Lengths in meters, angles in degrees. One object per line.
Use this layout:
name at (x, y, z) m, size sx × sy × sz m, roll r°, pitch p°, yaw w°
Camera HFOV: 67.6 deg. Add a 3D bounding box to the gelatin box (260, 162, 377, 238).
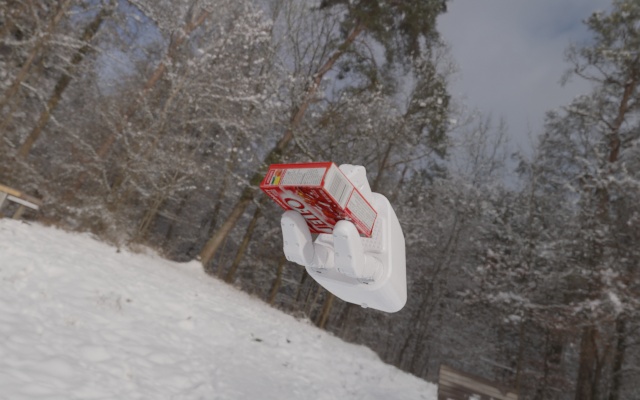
gelatin box at (0.000, 0.001, 0.440) m, size 0.073 × 0.030 × 0.089 m, roll 2°, pitch -30°, yaw 38°
